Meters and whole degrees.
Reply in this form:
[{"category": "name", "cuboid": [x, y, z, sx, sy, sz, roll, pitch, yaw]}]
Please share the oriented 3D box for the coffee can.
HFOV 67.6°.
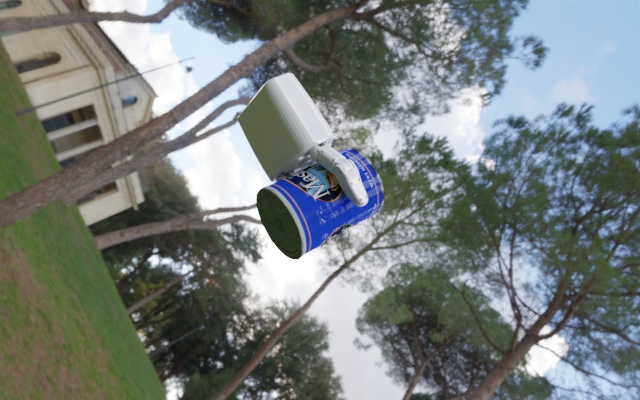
[{"category": "coffee can", "cuboid": [0.000, 0.002, 0.640, 0.140, 0.103, 0.103, -28, 14, -28]}]
